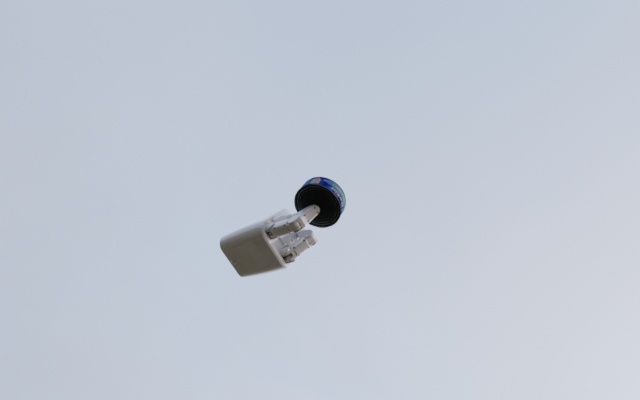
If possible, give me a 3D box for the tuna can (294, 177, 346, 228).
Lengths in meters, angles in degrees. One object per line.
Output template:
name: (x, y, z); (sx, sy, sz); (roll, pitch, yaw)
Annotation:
tuna can: (0.000, 0.002, 0.825); (0.086, 0.086, 0.033); (0, 29, 24)
